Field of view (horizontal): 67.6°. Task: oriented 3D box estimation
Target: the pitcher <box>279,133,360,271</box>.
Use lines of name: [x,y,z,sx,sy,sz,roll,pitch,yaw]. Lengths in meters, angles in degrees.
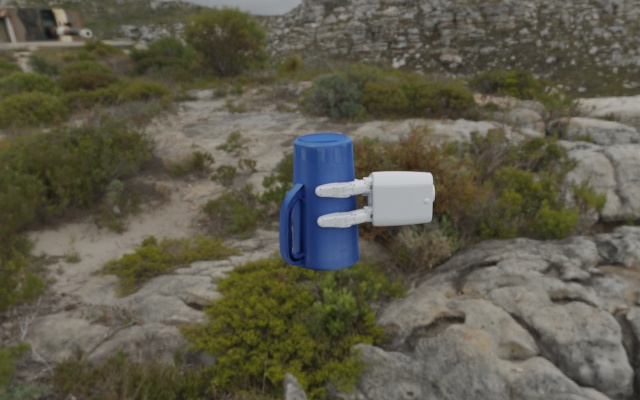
pitcher: [0.000,0.003,0.896,0.145,0.243,0.149,-1,17,5]
